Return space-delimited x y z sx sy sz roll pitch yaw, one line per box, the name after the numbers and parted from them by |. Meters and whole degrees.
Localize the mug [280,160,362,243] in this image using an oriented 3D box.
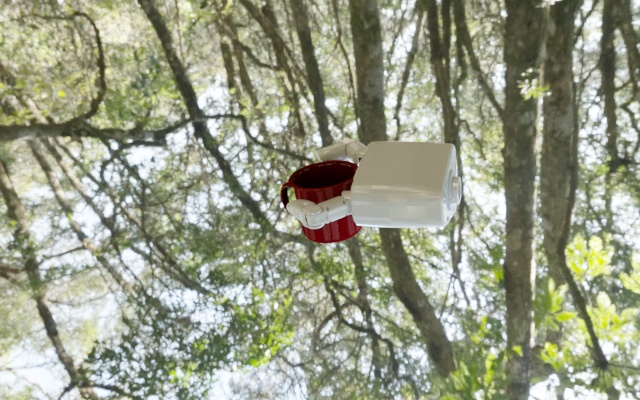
-0.001 0.002 0.626 0.117 0.081 0.093 2 27 25 | mug
